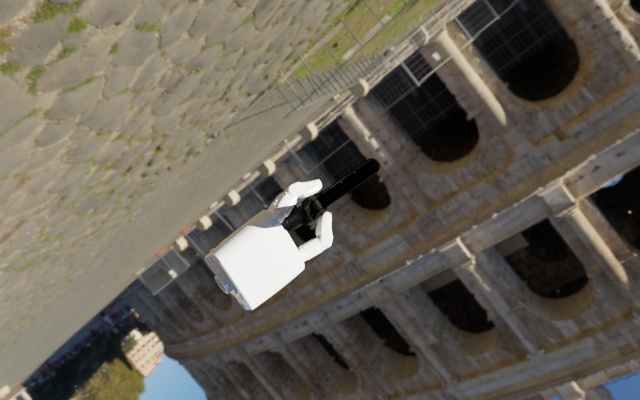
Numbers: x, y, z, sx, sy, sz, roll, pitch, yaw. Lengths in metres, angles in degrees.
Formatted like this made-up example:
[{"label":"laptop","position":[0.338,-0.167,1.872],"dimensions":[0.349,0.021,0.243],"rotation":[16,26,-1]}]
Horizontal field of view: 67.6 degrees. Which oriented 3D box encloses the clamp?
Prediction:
[{"label":"clamp","position":[0.000,0.003,0.769],"dimensions":[0.164,0.036,0.210],"rotation":[-36,2,-25]}]
